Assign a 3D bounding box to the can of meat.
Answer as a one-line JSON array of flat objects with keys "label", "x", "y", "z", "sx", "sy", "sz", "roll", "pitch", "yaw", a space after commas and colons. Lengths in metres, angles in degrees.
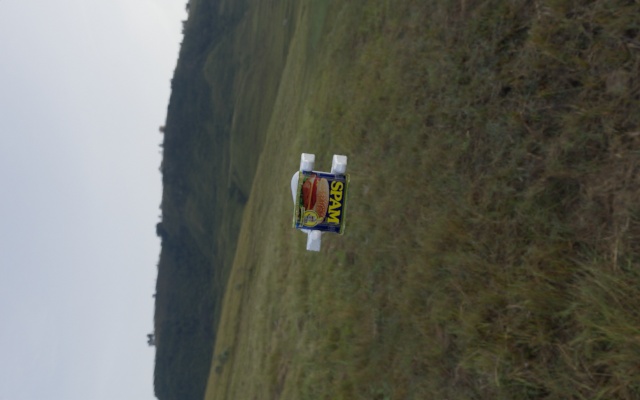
[{"label": "can of meat", "x": 0.000, "y": 0.003, "z": 0.793, "sx": 0.084, "sy": 0.102, "sz": 0.057, "roll": 7, "pitch": -4, "yaw": -4}]
